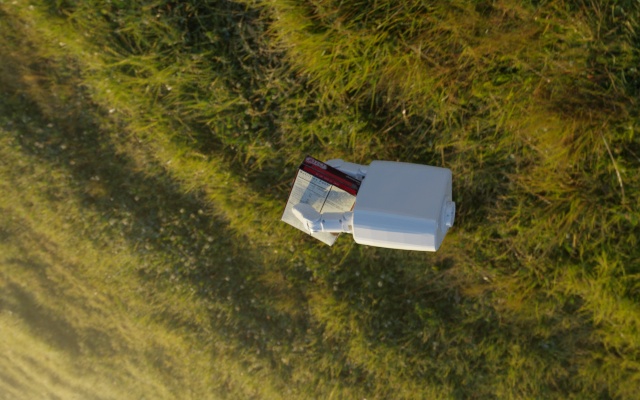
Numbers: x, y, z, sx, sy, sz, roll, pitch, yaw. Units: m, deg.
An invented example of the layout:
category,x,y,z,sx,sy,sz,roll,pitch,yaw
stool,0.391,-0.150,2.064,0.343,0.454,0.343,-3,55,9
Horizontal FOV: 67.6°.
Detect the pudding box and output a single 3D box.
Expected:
category,x,y,z,sx,sy,sz,roll,pitch,yaw
pudding box,0.000,0.002,0.671,0.090,0.114,0.039,28,42,4
